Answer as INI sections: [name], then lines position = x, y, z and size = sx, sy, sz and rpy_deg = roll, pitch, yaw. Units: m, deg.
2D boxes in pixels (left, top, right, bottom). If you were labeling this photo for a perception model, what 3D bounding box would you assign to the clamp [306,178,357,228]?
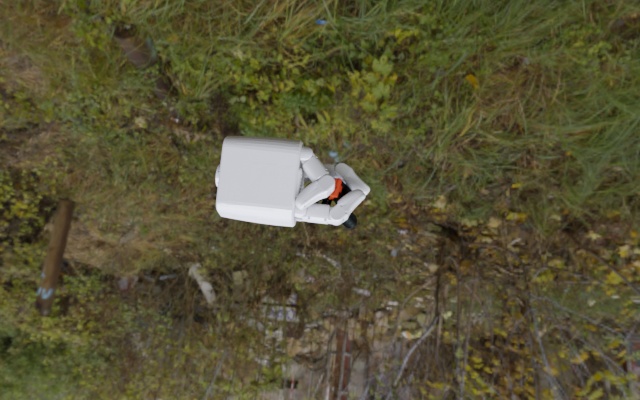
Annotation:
[clamp]
position = 0.000, 0.003, 0.728
size = 0.120, 0.039, 0.171
rpy_deg = 6, -20, 3
